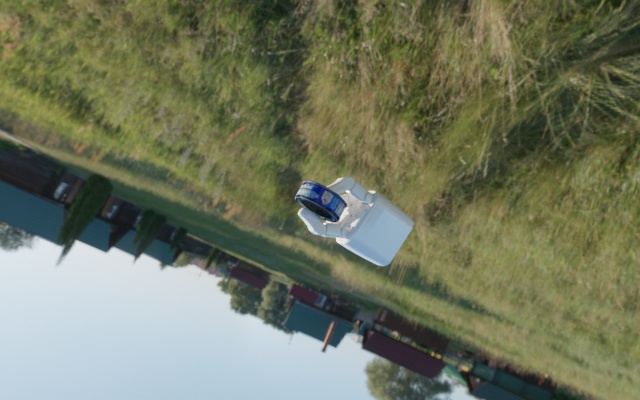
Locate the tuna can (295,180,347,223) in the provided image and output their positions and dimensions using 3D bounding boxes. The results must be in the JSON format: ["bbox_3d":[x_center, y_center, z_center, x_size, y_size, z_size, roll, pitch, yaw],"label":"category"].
[{"bbox_3d":[0.000,0.003,0.814,0.086,0.033,0.086,28,-14,8],"label":"tuna can"}]
